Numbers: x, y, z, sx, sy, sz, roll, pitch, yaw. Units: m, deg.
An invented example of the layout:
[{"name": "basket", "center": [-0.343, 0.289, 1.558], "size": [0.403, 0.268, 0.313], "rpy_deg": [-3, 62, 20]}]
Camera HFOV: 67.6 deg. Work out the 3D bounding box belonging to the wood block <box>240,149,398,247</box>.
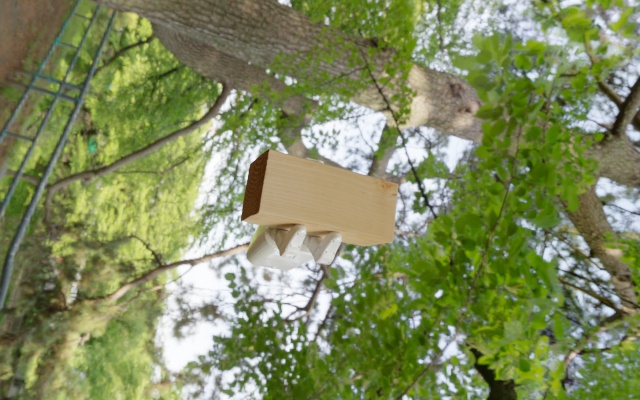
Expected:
[{"name": "wood block", "center": [0.000, 0.002, 0.697], "size": [0.206, 0.090, 0.090], "rpy_deg": [13, -15, -23]}]
